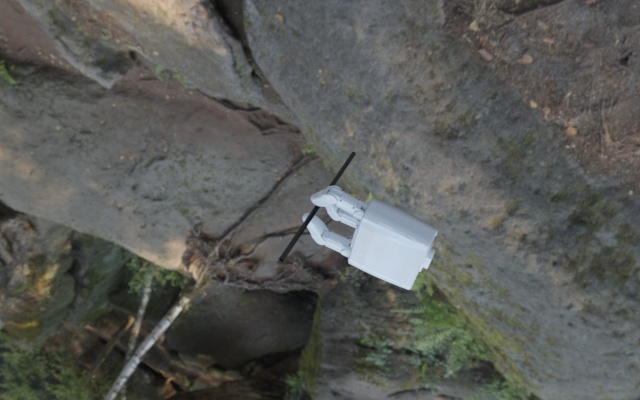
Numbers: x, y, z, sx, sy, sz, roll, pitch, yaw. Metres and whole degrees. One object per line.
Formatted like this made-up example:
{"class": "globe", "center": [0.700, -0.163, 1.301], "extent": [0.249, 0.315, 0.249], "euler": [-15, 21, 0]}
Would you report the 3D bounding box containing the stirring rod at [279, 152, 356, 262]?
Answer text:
{"class": "stirring rod", "center": [0.000, 0.002, 0.757], "extent": [0.011, 0.011, 0.239], "euler": [0, 44, 42]}
